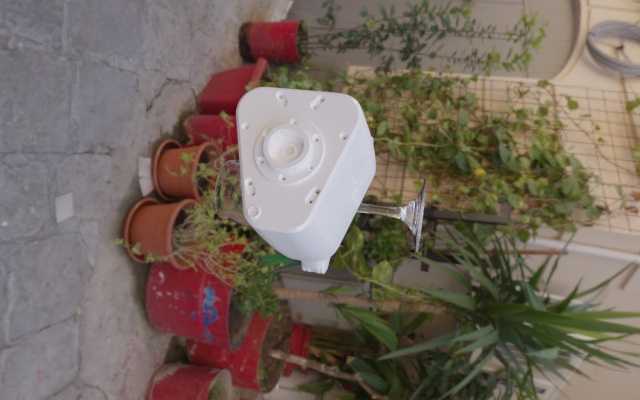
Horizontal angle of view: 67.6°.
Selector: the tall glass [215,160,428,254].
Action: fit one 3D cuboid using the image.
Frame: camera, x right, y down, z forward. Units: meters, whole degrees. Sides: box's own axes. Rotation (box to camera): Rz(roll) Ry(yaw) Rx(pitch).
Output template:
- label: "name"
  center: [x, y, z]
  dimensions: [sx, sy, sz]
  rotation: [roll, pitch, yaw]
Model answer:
- label: "tall glass"
  center: [0.001, 0.002, 0.475]
  dimensions: [0.201, 0.079, 0.079]
  rotation: [7, 1, 11]
